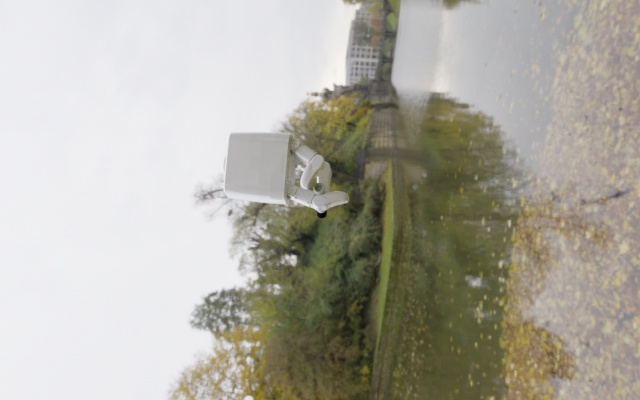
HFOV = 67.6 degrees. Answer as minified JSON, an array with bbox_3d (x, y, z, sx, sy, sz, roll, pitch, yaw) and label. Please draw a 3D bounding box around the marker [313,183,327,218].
[{"bbox_3d":[0.000,0.003,0.831,0.020,0.020,0.121,0,-23,3],"label":"marker"}]
